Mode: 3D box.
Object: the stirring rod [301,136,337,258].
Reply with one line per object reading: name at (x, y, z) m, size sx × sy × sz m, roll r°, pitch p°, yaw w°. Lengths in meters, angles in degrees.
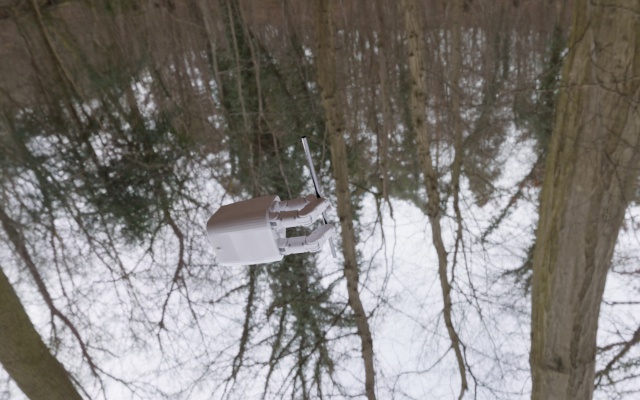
stirring rod at (0.000, 0.002, 0.782) m, size 0.011 × 0.240 × 0.011 m, roll -10°, pitch 34°, yaw 7°
